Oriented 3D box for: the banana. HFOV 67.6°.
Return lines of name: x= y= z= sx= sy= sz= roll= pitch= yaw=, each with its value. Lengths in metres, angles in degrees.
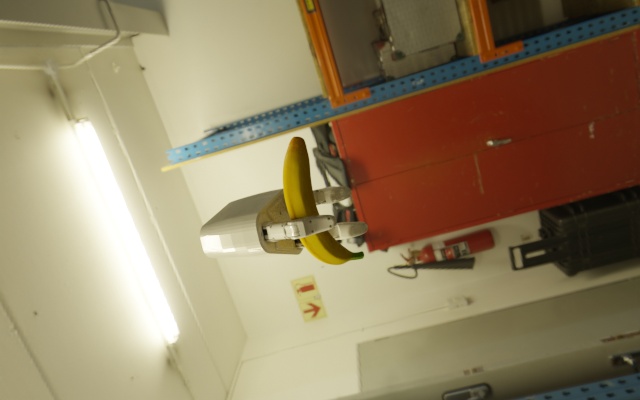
banana: x=-0.010 y=0.015 z=0.630 sx=0.037 sy=0.198 sz=0.069 roll=-2 pitch=32 yaw=49
